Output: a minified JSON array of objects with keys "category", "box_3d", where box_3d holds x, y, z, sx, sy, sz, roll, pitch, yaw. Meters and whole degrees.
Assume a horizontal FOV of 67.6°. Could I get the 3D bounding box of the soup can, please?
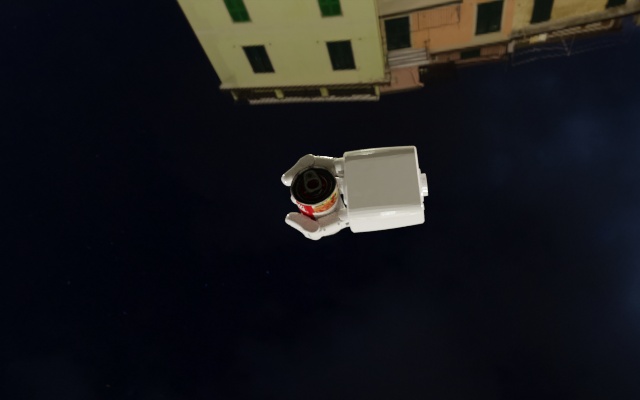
[{"category":"soup can","box_3d":[0.000,0.003,0.723,0.068,0.068,0.102,0,-30,14]}]
